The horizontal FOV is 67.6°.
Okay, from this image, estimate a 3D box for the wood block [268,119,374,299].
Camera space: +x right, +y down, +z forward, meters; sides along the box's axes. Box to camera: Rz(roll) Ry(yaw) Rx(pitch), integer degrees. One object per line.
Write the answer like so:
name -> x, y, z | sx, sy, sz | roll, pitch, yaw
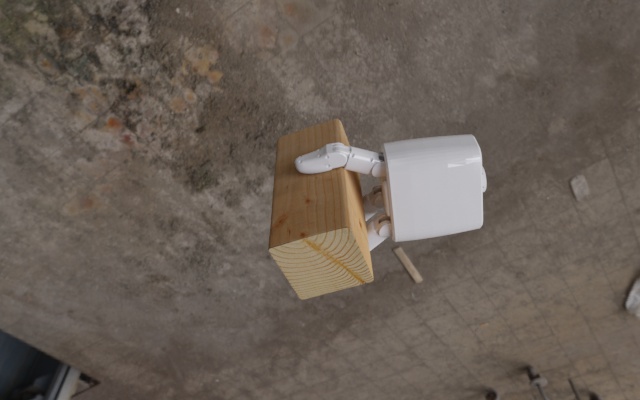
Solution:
wood block -> 0.000, 0.002, 0.578 | 0.090, 0.091, 0.206 | -16, 39, 12
